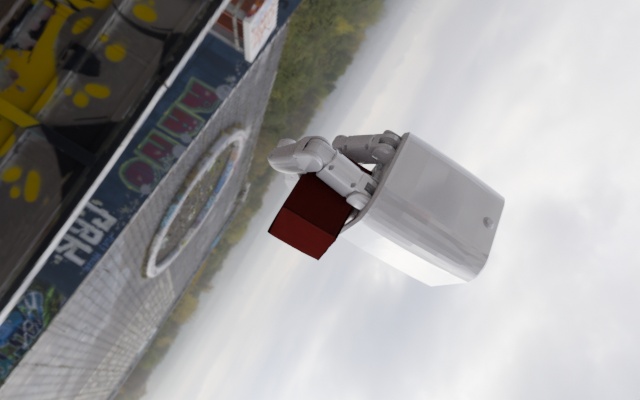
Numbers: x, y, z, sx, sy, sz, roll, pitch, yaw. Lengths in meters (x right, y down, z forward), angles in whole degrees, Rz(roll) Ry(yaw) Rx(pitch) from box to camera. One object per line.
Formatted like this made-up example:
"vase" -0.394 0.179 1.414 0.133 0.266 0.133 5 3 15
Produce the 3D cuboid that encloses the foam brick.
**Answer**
"foam brick" 0.000 0.002 0.407 0.051 0.078 0.053 32 -32 -2
